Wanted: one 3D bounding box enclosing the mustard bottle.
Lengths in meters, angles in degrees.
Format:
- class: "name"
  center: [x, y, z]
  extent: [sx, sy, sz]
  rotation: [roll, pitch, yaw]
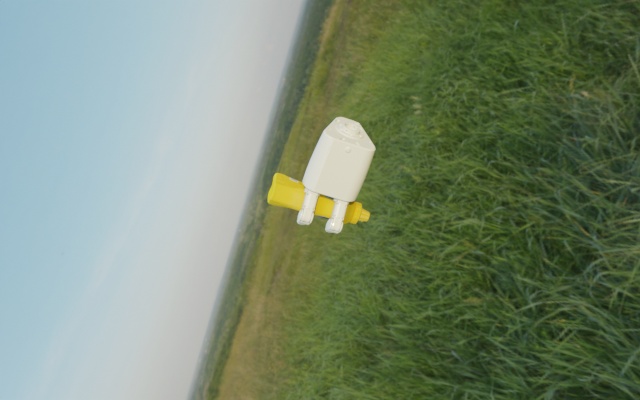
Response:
- class: "mustard bottle"
  center: [0.000, 0.003, 0.888]
  extent: [0.191, 0.058, 0.096]
  rotation: [17, 6, -9]
